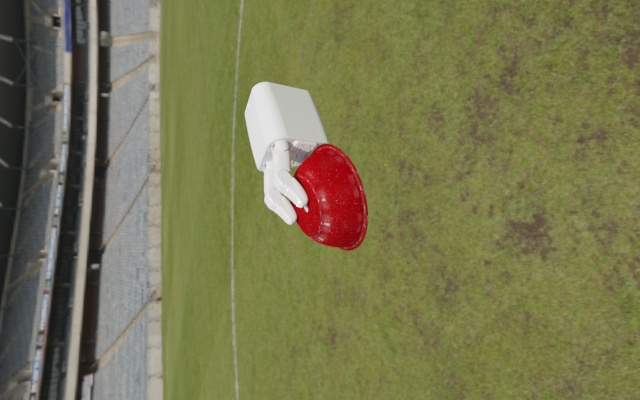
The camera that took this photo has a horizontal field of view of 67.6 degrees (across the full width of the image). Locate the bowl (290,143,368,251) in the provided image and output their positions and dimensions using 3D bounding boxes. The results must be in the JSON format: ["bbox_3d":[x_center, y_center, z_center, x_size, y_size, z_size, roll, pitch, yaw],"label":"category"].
[{"bbox_3d":[0.000,0.003,0.687,0.055,0.162,0.162,-16,8,-28],"label":"bowl"}]
